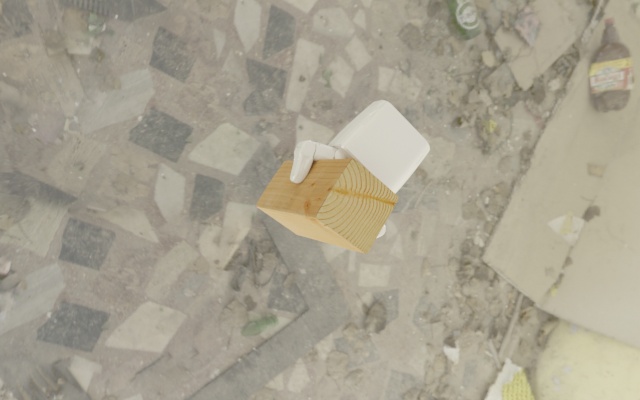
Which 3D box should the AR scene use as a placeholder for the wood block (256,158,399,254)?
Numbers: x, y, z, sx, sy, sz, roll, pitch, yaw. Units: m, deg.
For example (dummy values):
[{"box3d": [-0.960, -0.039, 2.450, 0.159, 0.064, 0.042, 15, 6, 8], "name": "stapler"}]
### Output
[{"box3d": [0.000, 0.002, 0.678, 0.091, 0.090, 0.206, 38, -14, -24], "name": "wood block"}]
